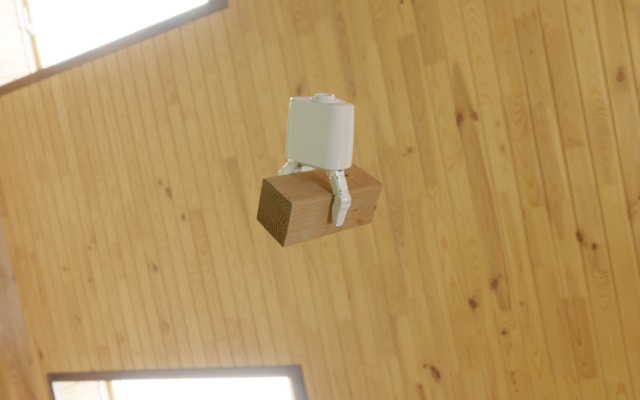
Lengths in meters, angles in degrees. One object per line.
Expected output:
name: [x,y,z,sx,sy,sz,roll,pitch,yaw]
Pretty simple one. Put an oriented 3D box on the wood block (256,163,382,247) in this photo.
wood block: [0.001,0.003,0.859,0.206,0.090,0.090,-12,39,-37]
